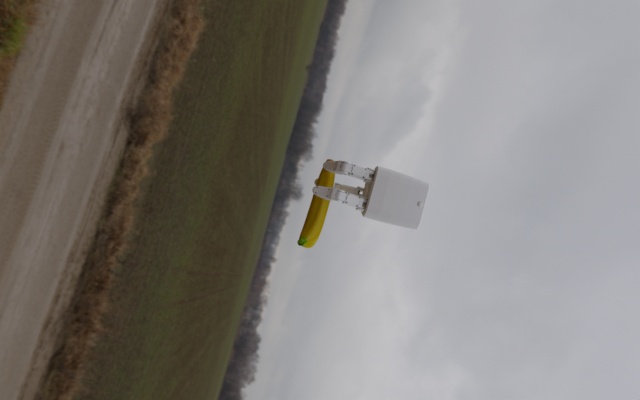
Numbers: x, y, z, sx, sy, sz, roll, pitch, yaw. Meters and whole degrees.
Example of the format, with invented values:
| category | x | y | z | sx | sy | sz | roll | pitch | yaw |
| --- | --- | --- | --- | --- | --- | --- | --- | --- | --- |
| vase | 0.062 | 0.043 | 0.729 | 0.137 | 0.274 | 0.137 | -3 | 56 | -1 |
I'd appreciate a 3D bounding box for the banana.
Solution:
| category | x | y | z | sx | sy | sz | roll | pitch | yaw |
| --- | --- | --- | --- | --- | --- | --- | --- | --- | --- |
| banana | -0.004 | 0.015 | 0.905 | 0.037 | 0.197 | 0.070 | 17 | -31 | 0 |
